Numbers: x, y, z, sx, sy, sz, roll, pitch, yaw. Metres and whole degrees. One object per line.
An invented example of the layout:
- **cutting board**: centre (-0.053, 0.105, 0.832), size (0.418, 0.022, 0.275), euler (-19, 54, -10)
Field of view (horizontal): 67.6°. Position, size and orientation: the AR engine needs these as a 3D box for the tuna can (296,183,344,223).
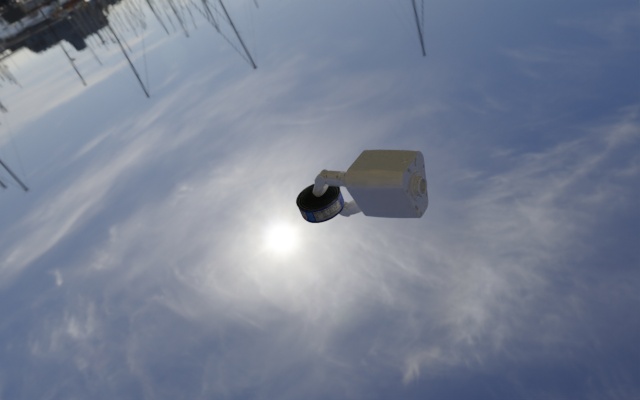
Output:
- **tuna can**: centre (0.000, 0.003, 0.882), size (0.086, 0.034, 0.086), euler (-15, 35, 11)
